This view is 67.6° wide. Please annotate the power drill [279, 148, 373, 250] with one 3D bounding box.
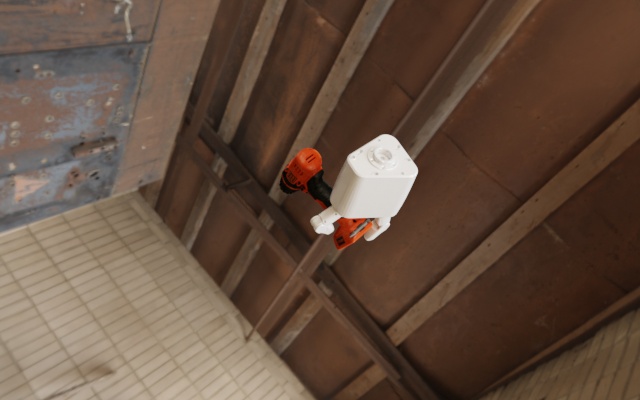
[{"bbox_3d":[0.001,0.003,0.887,0.057,0.187,0.184,-41,0,-20],"label":"power drill"}]
